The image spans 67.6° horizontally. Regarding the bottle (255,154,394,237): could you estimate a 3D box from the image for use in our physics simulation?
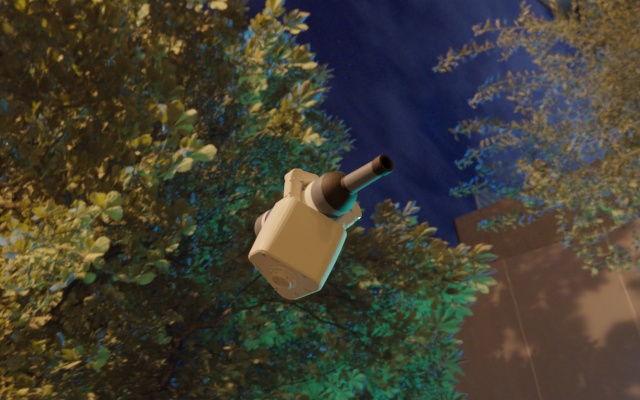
[{"bbox_3d":[0.000,0.002,0.750,0.069,0.069,0.296,0,-21,-41],"label":"bottle"}]
